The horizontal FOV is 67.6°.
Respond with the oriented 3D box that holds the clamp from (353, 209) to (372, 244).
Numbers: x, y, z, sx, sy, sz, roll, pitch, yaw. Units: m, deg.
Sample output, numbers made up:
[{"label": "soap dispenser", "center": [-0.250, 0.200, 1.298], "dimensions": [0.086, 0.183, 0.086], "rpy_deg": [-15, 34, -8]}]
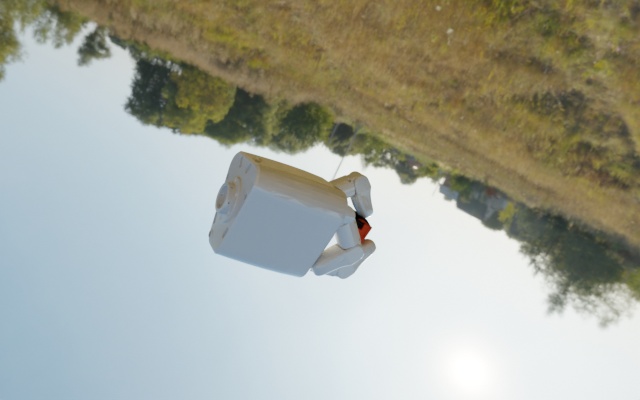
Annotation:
[{"label": "clamp", "center": [0.000, 0.003, 0.613], "dimensions": [0.120, 0.039, 0.171], "rpy_deg": [19, 10, -29]}]
